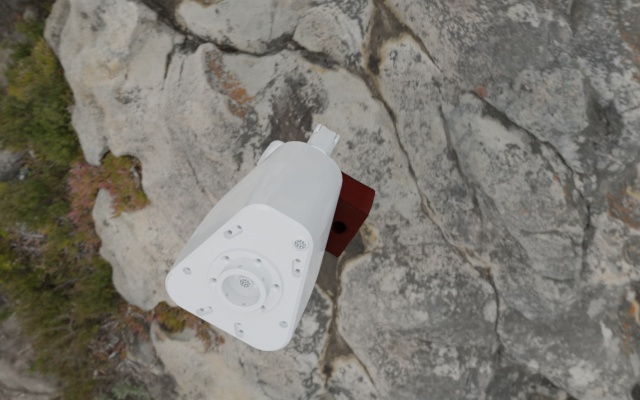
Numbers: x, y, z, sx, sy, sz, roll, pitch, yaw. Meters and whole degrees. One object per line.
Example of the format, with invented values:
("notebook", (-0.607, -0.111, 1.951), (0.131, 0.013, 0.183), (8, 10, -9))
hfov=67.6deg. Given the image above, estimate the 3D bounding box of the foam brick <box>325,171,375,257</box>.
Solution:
("foam brick", (0.000, 0.001, 0.416), (0.078, 0.053, 0.051), (30, 28, -5))
